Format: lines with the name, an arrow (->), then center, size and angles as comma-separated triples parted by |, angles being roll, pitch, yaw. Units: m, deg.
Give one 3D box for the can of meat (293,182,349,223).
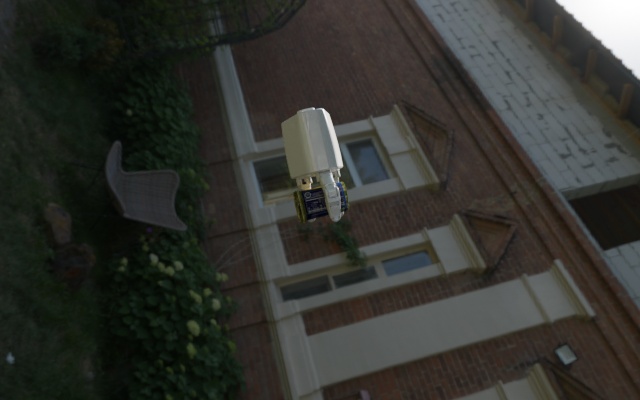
can of meat -> 0.000, 0.003, 0.849 | 0.084, 0.057, 0.102 | -13, -1, -8
